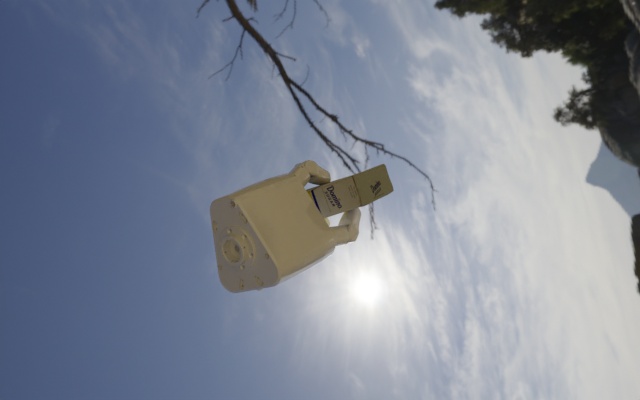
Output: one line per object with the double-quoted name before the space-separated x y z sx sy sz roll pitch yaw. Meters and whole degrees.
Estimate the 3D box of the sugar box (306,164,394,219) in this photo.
"sugar box" 0.000 0.003 0.643 0.176 0.048 0.093 -15 4 35
